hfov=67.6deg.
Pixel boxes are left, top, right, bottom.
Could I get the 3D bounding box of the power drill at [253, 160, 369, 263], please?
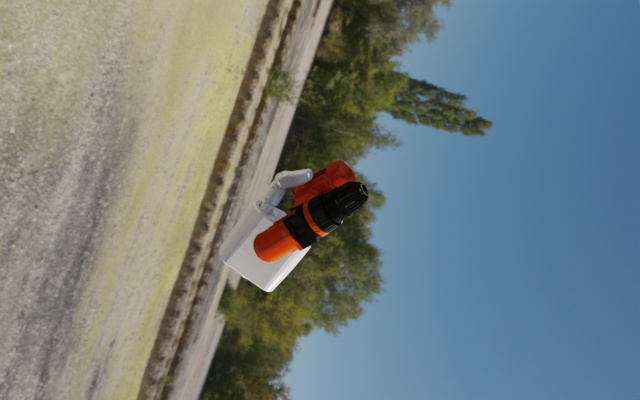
[{"bbox_3d":[0.000,0.002,0.701,0.184,0.057,0.187,-30,11,23],"label":"power drill"}]
